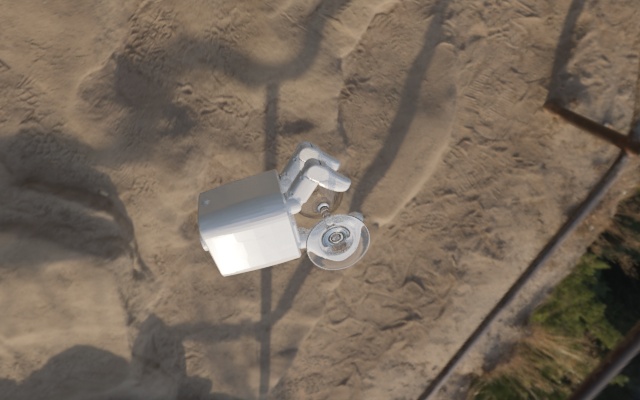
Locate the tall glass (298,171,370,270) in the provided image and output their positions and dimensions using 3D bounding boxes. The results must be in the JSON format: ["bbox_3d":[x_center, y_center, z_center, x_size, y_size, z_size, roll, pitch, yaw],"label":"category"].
[{"bbox_3d":[0.000,0.002,0.621,0.079,0.079,0.201,0,28,-13],"label":"tall glass"}]
